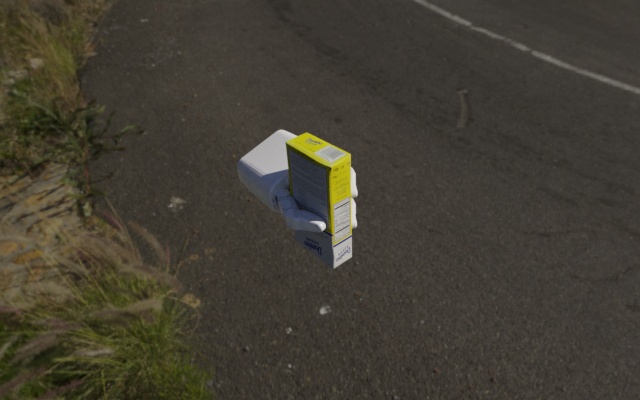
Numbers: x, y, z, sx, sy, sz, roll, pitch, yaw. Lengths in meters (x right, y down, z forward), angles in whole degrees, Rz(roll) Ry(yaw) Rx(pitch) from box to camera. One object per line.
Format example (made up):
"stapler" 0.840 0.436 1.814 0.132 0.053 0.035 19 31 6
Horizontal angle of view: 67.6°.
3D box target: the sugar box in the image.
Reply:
"sugar box" 0.000 0.002 0.678 0.048 0.176 0.093 -30 44 -29
